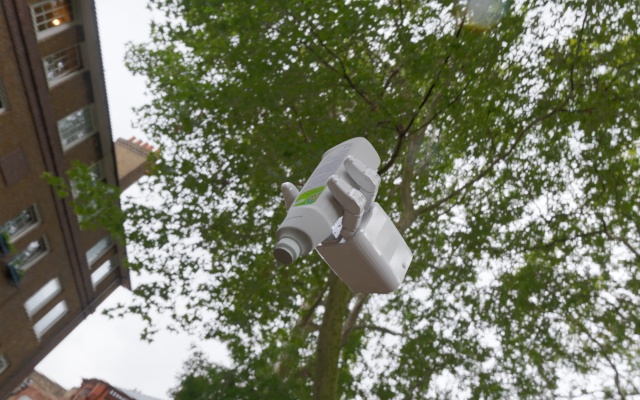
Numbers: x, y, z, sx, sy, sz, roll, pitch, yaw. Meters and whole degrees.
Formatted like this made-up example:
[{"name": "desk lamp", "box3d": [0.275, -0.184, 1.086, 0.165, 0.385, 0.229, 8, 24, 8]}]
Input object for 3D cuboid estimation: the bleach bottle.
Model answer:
[{"name": "bleach bottle", "box3d": [0.000, 0.002, 0.690, 0.102, 0.068, 0.250, -24, 20, 41]}]
